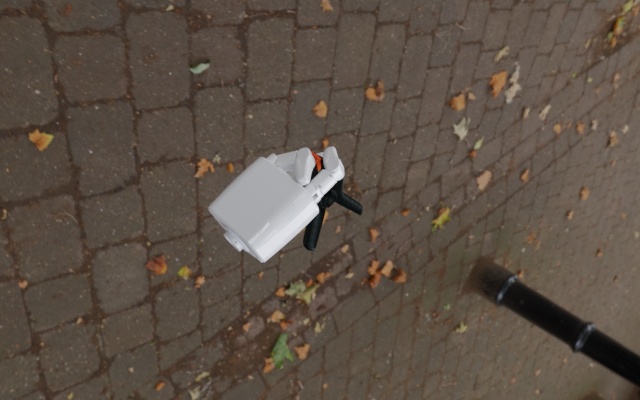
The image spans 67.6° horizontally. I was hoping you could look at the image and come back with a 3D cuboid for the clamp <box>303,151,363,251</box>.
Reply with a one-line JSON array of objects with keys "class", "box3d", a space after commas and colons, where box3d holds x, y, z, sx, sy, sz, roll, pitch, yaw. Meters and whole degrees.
[{"class": "clamp", "box3d": [0.001, 0.003, 0.746, 0.039, 0.120, 0.172, 29, -22, 42]}]
